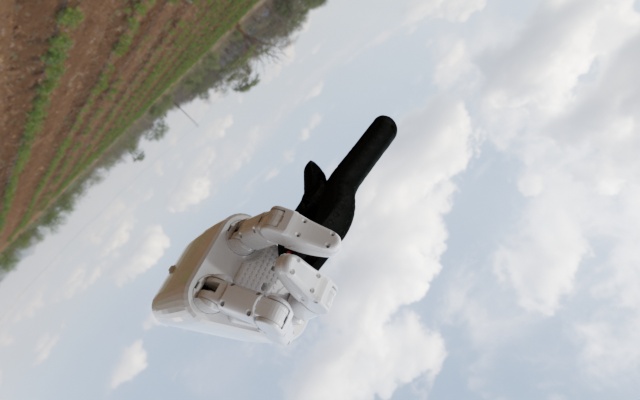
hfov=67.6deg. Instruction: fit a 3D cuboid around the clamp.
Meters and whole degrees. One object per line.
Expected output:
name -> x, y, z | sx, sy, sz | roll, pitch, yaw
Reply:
clamp -> 0.001, 0.002, 0.432 | 0.039, 0.171, 0.120 | 40, -33, -14
